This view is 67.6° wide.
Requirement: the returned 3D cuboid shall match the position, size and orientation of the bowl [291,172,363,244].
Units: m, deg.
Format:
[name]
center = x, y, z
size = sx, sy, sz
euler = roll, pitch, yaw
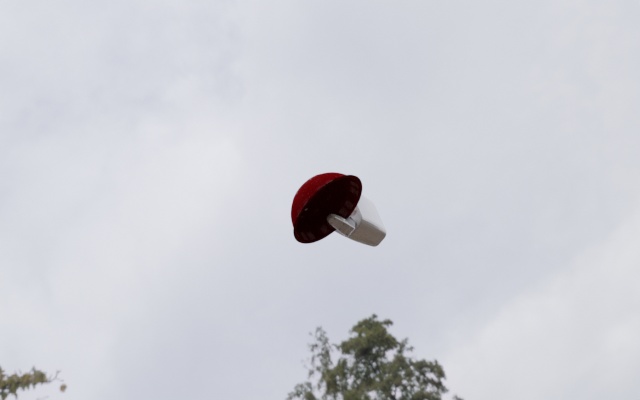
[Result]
[bowl]
center = -0.001, 0.002, 0.883
size = 0.055, 0.162, 0.162
euler = 45, 26, 29
